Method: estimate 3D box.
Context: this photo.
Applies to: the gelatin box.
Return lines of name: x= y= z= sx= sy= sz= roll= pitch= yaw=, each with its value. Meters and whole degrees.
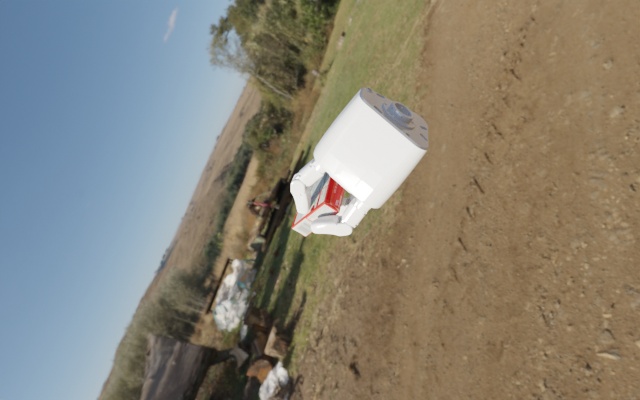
gelatin box: x=0.000 y=0.002 z=0.700 sx=0.030 sy=0.073 sz=0.089 roll=33 pitch=-44 yaw=-19
